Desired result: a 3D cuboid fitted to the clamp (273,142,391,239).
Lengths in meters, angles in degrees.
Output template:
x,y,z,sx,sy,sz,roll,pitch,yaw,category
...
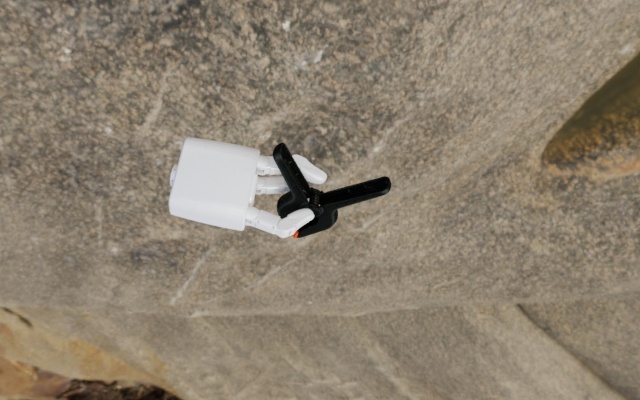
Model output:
x,y,z,sx,sy,sz,roll,pitch,yaw,category
0.000,0.003,0.701,0.164,0.036,0.210,14,-33,-5,clamp
